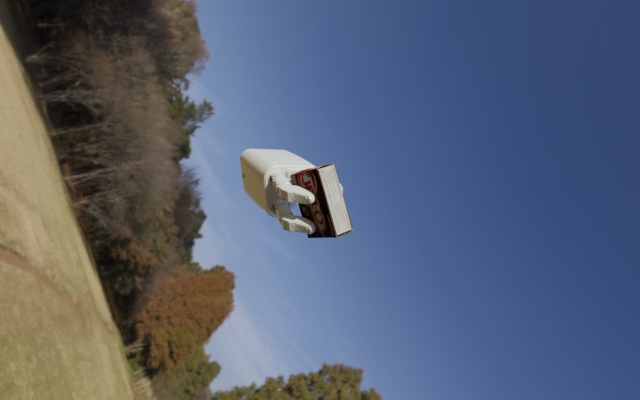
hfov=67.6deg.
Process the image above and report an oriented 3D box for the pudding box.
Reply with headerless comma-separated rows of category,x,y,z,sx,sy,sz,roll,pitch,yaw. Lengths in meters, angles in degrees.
pudding box,0.000,0.002,0.761,0.039,0.113,0.090,-21,7,-29
